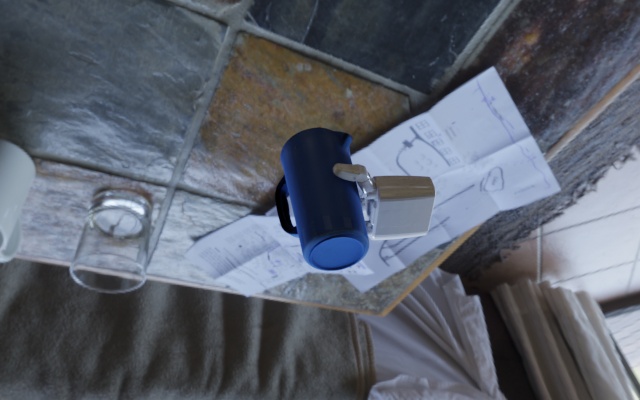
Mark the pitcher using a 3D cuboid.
[{"bbox_3d":[0.000,0.003,0.834,0.145,0.242,0.149,-3,-43,-10],"label":"pitcher"}]
